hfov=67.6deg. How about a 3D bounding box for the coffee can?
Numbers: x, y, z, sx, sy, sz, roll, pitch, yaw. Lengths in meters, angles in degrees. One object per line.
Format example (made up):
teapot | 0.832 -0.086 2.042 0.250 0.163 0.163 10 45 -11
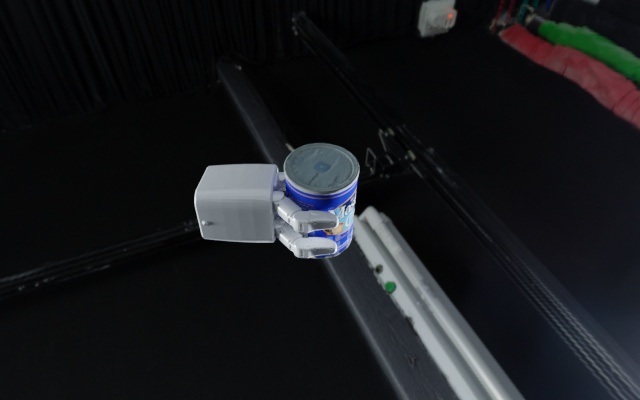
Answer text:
coffee can | 0.000 0.002 0.698 0.103 0.140 0.102 1 45 -1
